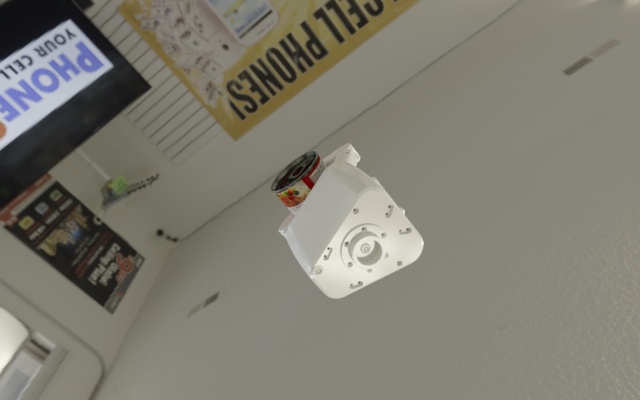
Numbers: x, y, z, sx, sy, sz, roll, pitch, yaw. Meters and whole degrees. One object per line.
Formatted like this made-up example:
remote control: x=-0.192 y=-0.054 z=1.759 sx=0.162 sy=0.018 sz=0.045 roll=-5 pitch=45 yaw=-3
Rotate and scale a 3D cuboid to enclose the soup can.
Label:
soup can: x=0.000 y=0.002 z=0.563 sx=0.068 sy=0.102 sz=0.068 roll=-35 pitch=22 yaw=16
